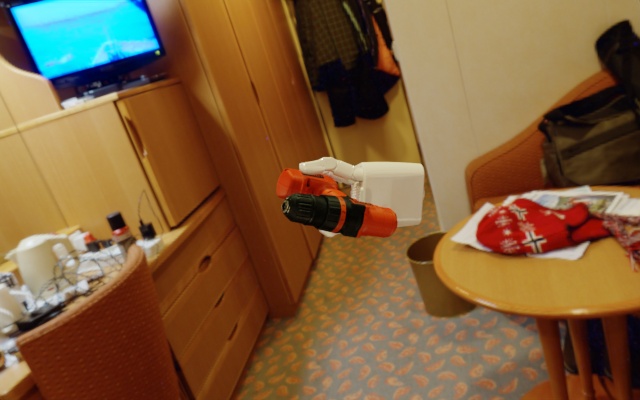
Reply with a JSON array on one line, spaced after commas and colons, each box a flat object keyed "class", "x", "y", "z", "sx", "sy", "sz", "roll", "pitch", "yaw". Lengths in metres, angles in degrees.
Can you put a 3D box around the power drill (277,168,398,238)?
[{"class": "power drill", "x": 0.000, "y": 0.002, "z": 0.733, "sx": 0.184, "sy": 0.057, "sz": 0.187, "roll": 12, "pitch": 13, "yaw": -30}]
